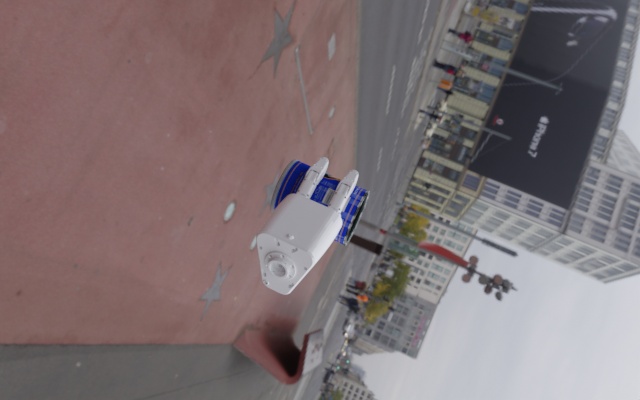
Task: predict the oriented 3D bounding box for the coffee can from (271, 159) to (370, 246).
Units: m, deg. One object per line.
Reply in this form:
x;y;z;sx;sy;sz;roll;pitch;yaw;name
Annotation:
0.000;0.003;0.819;0.140;0.103;0.103;24;4;10;coffee can
